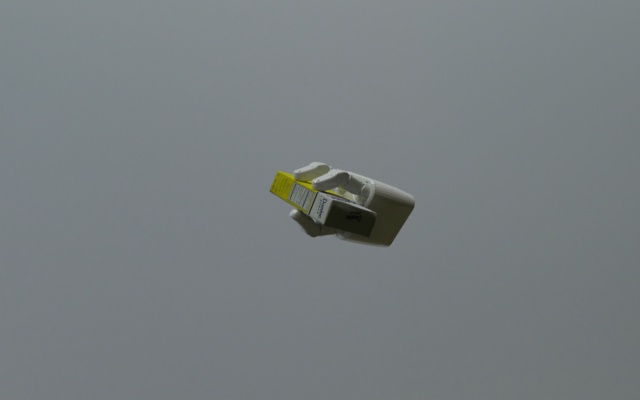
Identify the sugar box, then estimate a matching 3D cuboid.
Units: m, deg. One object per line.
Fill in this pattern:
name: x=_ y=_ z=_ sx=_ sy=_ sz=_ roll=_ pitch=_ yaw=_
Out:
sugar box: x=0.000 y=0.002 z=0.756 sx=0.093 sy=0.048 sz=0.176 roll=17 pitch=4 yaw=-37
